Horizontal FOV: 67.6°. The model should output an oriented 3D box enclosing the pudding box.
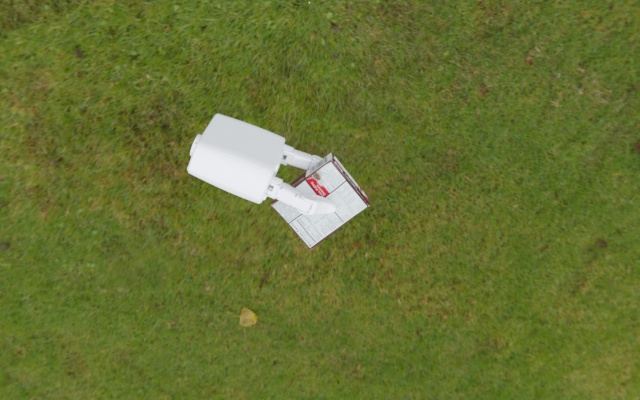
[{"bbox_3d":[0.000,0.002,0.682,0.113,0.090,0.039,-36,15,15],"label":"pudding box"}]
